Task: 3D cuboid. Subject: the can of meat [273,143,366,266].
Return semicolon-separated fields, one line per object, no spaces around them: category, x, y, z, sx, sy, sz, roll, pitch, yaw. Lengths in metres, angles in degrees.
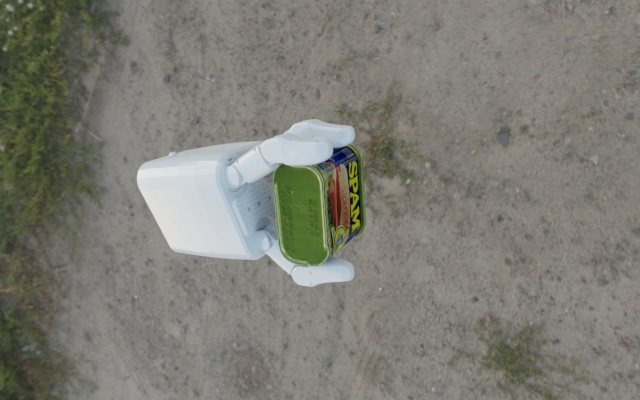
can of meat;0.000;0.002;0.450;0.057;0.102;0.084;4;19;26
